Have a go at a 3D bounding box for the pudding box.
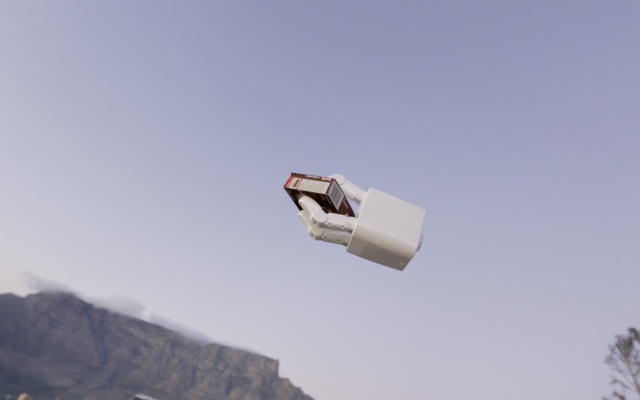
[{"bbox_3d":[0.000,0.003,0.823,0.090,0.039,0.114,9,-33,31],"label":"pudding box"}]
